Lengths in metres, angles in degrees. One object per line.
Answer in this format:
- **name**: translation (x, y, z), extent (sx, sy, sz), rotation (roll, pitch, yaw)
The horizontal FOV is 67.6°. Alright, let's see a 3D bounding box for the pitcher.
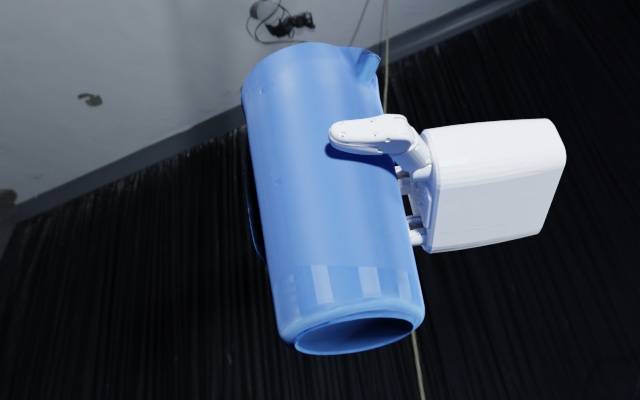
- **pitcher**: translation (0.000, 0.001, 0.410), extent (0.145, 0.242, 0.149), rotation (-8, -31, -1)
